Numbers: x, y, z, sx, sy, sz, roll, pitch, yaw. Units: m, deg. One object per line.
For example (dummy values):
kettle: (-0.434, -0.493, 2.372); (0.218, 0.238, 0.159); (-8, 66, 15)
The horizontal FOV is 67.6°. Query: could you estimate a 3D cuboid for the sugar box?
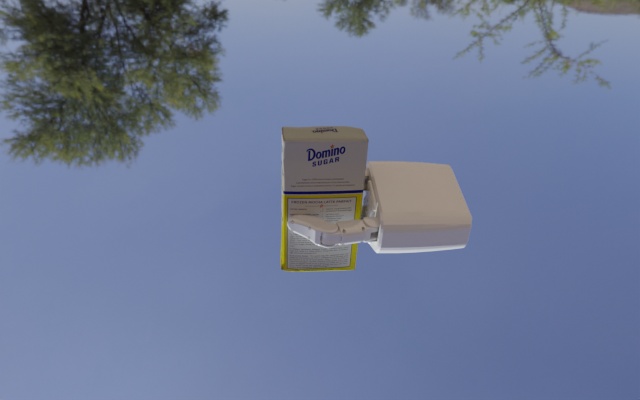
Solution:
sugar box: (0.000, 0.002, 0.557); (0.093, 0.176, 0.048); (-1, 29, -8)
